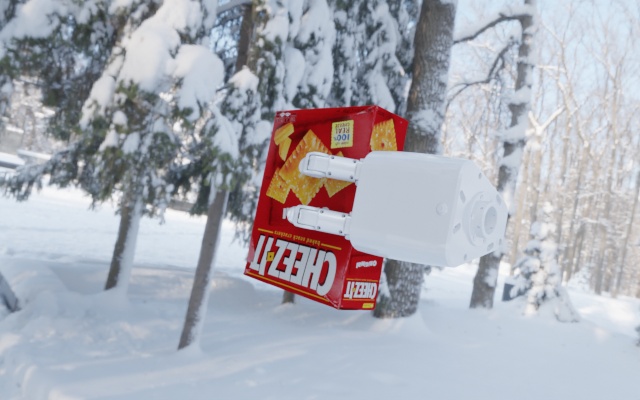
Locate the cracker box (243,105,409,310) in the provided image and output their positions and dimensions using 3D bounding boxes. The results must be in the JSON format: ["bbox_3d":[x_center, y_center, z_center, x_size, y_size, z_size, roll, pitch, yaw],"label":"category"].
[{"bbox_3d":[0.000,0.002,0.556,0.164,0.213,0.072,9,-4,44],"label":"cracker box"}]
